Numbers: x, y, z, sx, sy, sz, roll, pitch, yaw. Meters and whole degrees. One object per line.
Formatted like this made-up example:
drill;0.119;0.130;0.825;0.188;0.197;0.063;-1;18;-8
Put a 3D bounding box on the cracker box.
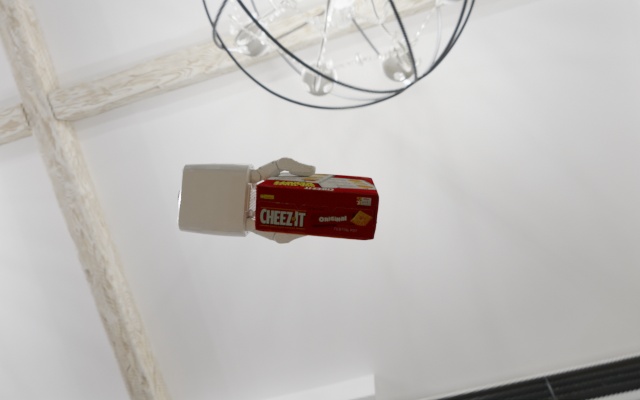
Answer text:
cracker box;0.000;0.002;0.730;0.164;0.072;0.213;4;9;3
